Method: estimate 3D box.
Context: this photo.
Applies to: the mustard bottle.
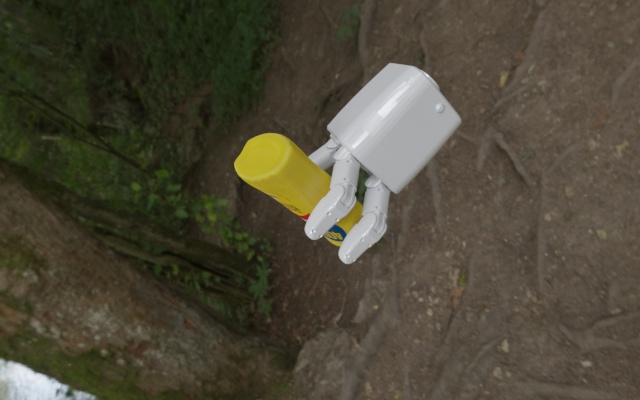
[{"bbox_3d":[0.000,0.002,0.531,0.192,0.058,0.096,38,-15,-35],"label":"mustard bottle"}]
